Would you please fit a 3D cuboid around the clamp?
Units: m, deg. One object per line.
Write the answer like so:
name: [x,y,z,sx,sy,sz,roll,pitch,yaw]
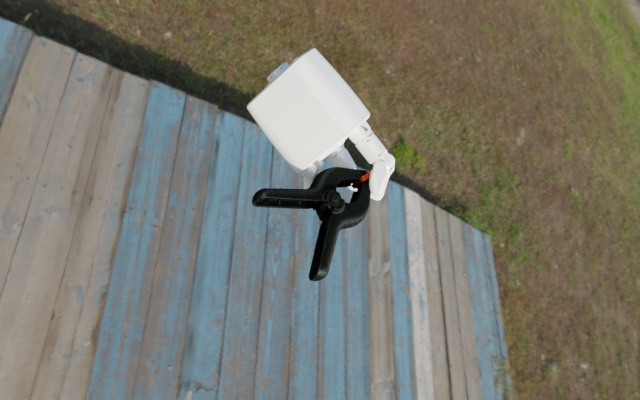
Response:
clamp: [0.001,0.002,0.572,0.039,0.120,0.171,-31,12,46]
